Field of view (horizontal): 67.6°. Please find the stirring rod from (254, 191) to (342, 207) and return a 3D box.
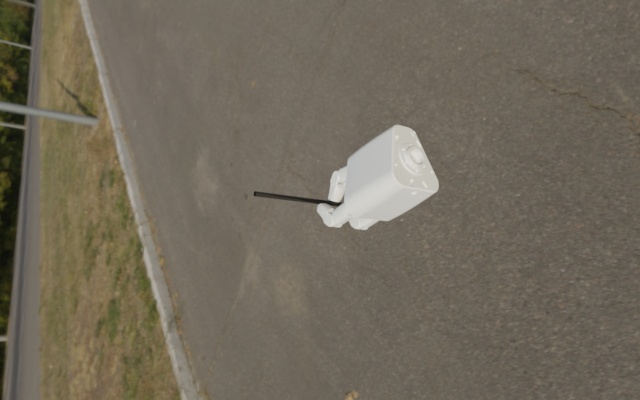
[{"bbox_3d":[0.000,0.003,0.784,0.239,0.011,0.011,7,-4,-34],"label":"stirring rod"}]
